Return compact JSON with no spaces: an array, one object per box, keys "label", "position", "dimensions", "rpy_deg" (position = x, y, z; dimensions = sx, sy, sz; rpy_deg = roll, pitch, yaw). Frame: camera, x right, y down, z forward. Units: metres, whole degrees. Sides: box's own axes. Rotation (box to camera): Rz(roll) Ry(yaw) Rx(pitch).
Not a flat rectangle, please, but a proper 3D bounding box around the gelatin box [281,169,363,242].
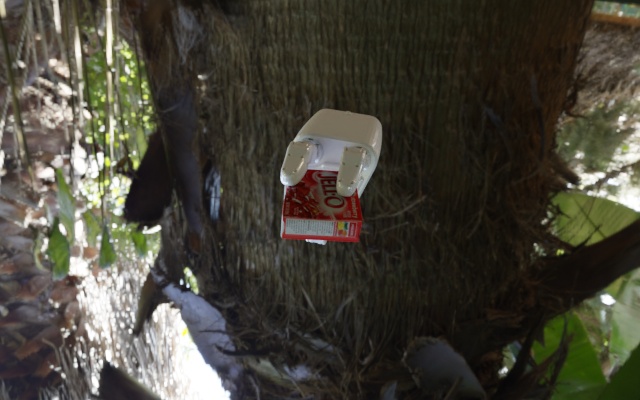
[{"label":"gelatin box","position":[0.000,0.002,0.468],"dimensions":[0.073,0.030,0.089],"rpy_deg":[4,34,-4]}]
